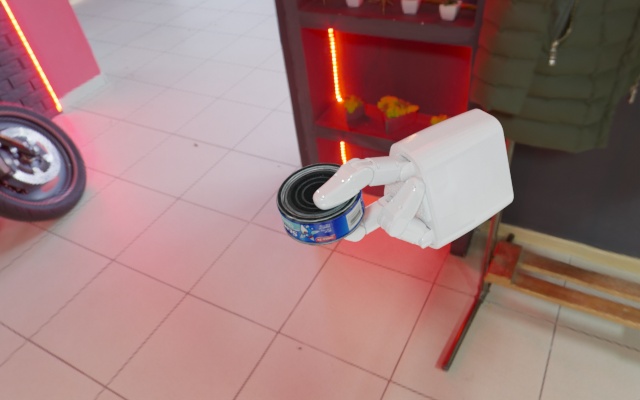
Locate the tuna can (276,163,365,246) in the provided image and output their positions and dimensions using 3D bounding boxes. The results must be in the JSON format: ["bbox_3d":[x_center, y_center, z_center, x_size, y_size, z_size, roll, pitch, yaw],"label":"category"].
[{"bbox_3d":[0.000,0.001,0.475,0.086,0.034,0.086,-8,44,8],"label":"tuna can"}]
